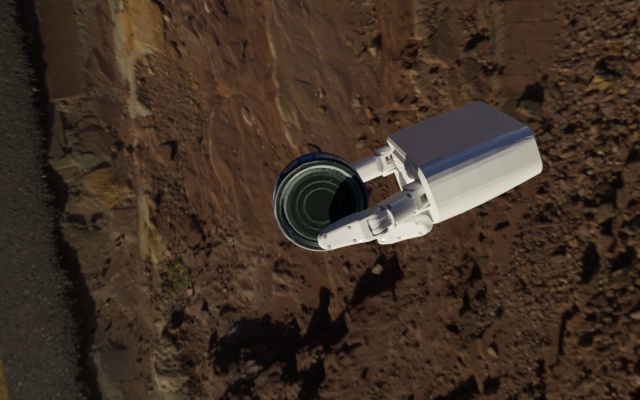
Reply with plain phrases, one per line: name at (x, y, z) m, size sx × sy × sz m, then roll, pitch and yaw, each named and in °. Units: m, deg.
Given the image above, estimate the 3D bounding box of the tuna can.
tuna can at (0.000, 0.002, 0.429) m, size 0.086 × 0.086 × 0.033 m, roll 0°, pitch 15°, yaw -5°
